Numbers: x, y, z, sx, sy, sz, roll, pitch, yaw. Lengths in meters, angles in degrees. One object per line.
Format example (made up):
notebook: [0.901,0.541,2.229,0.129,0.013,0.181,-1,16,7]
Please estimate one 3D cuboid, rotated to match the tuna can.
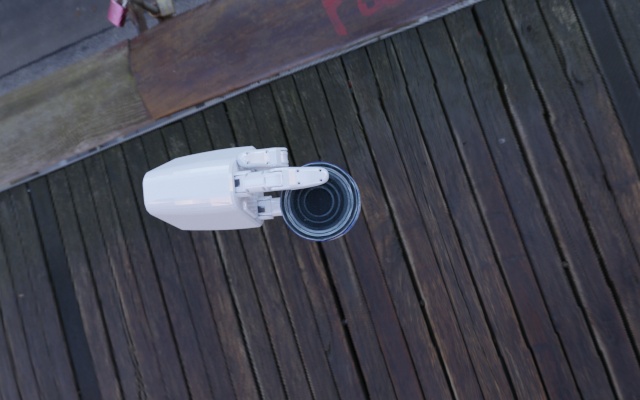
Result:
tuna can: [0.000,0.002,0.515,0.086,0.086,0.034,0,-3,8]
